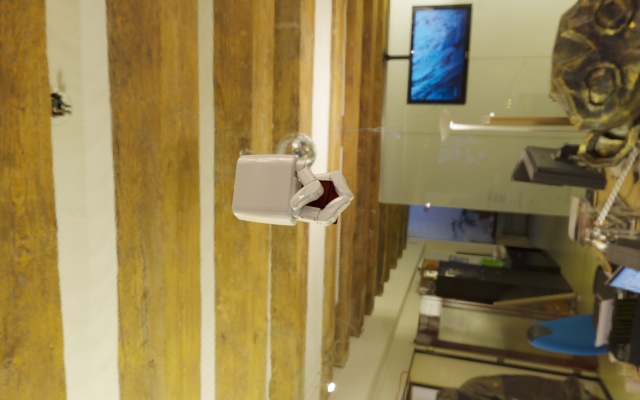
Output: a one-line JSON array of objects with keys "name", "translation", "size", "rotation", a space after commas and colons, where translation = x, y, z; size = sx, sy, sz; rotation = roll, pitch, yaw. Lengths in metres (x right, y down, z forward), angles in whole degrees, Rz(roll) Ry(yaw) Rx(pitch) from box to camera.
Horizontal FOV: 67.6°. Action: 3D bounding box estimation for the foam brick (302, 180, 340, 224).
[{"name": "foam brick", "translation": [0.000, 0.003, 0.832], "size": [0.051, 0.053, 0.078], "rotation": [3, -24, 16]}]
